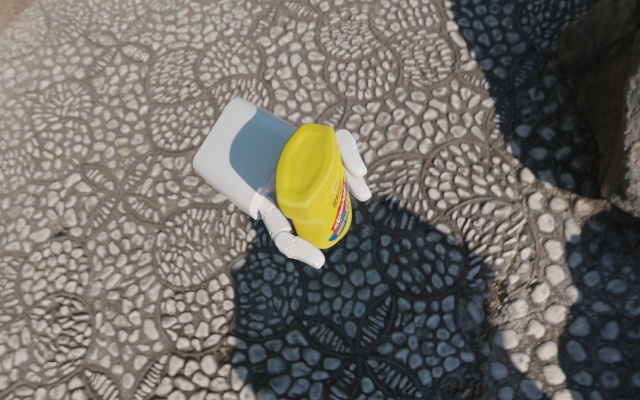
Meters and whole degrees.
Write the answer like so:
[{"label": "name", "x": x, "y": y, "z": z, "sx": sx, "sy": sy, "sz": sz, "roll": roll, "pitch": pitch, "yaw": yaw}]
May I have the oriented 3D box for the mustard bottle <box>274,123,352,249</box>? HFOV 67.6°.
[{"label": "mustard bottle", "x": 0.000, "y": 0.002, "z": 0.543, "sx": 0.058, "sy": 0.096, "sz": 0.192, "roll": 9, "pitch": -22, "yaw": 14}]
